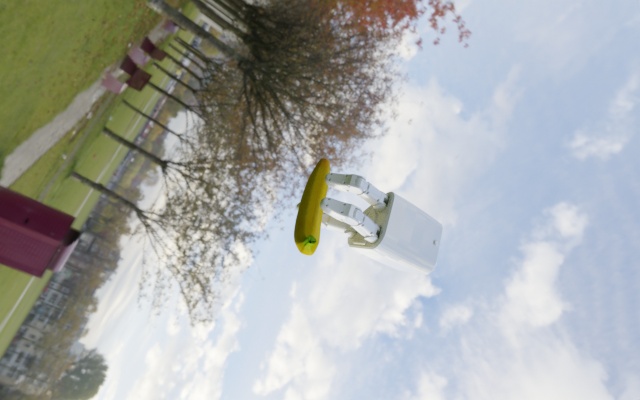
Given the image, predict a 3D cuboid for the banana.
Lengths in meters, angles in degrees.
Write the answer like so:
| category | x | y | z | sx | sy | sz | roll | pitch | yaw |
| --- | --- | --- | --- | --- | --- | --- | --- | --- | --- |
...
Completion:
| category | x | y | z | sx | sy | sz | roll | pitch | yaw |
| --- | --- | --- | --- | --- | --- | --- | --- | --- | --- |
| banana | -0.010 | 0.016 | 0.702 | 0.037 | 0.070 | 0.197 | 27 | 36 | -16 |
